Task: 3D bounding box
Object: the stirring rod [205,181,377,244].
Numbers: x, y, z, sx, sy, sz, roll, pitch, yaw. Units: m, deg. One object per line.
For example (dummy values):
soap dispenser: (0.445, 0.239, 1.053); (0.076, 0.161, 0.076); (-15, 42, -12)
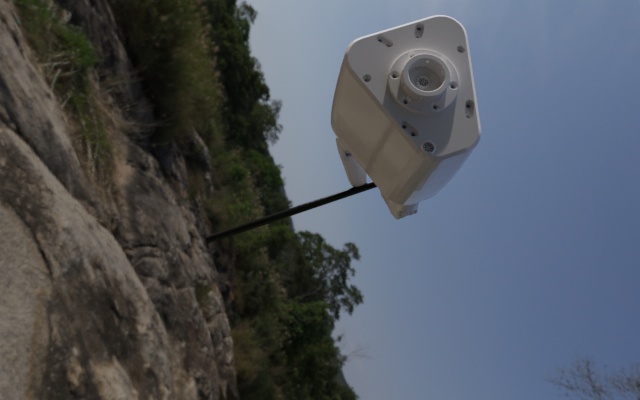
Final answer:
stirring rod: (0.000, 0.002, 0.489); (0.239, 0.011, 0.011); (-18, 2, -7)
